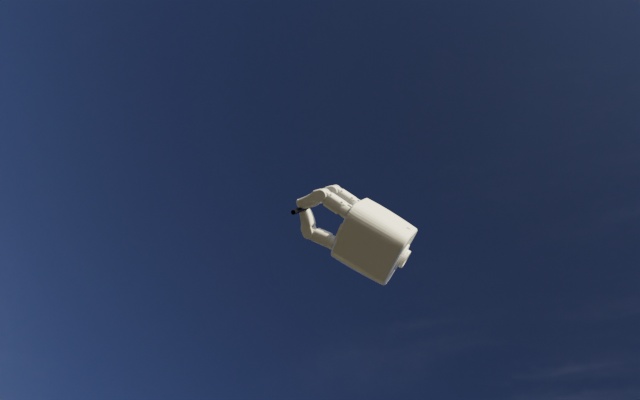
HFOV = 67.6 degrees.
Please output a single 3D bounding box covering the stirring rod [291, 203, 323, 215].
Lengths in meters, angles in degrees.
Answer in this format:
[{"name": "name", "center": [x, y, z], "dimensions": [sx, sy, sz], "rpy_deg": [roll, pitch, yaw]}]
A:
[{"name": "stirring rod", "center": [0.000, 0.003, 0.892], "dimensions": [0.011, 0.011, 0.239], "rpy_deg": [0, 8, 22]}]
